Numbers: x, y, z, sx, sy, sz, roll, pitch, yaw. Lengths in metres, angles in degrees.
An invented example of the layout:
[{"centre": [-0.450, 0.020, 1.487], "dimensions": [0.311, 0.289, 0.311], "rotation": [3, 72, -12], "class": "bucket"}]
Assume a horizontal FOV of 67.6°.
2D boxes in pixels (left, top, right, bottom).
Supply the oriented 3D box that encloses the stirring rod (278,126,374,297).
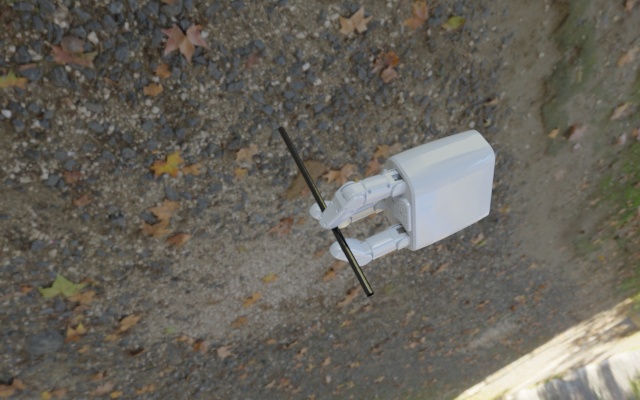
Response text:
[{"centre": [0.000, 0.002, 0.529], "dimensions": [0.011, 0.239, 0.011], "rotation": [-20, -32, -13], "class": "stirring rod"}]
